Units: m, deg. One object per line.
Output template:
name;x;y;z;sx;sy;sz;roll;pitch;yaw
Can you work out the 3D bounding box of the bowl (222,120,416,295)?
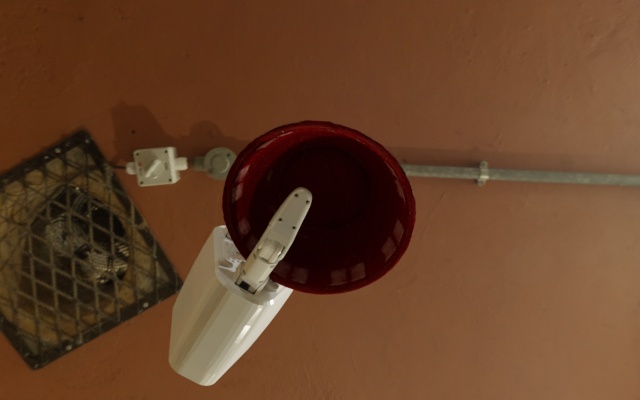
bowl;0.001;0.000;0.418;0.162;0.162;0.055;0;26;8
